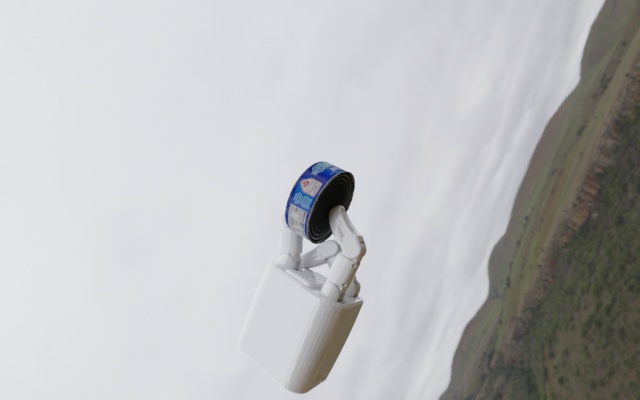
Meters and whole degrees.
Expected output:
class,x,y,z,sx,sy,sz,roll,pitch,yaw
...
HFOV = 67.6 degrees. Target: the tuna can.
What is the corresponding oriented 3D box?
class,x,y,z,sx,sy,sz,roll,pitch,yaw
tuna can,0.000,0.001,0.515,0.033,0.086,0.086,28,12,25
